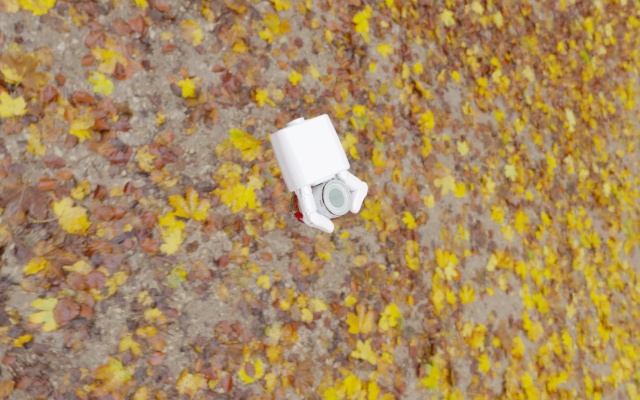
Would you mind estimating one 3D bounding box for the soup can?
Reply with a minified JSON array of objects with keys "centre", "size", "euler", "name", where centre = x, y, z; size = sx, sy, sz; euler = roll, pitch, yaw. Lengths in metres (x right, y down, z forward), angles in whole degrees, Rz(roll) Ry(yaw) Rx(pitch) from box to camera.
[{"centre":[0.000,0.003,0.879],"size":[0.068,0.068,0.102],"euler":[0,-10,-38],"name":"soup can"}]
